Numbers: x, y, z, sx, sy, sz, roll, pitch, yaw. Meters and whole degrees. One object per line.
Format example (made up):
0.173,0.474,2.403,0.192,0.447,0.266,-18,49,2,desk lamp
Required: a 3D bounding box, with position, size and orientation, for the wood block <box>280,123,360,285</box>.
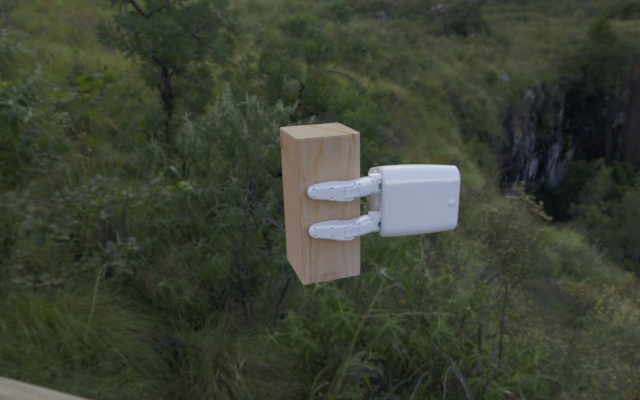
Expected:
0.000,0.002,0.678,0.090,0.206,0.090,-8,20,-16,wood block
